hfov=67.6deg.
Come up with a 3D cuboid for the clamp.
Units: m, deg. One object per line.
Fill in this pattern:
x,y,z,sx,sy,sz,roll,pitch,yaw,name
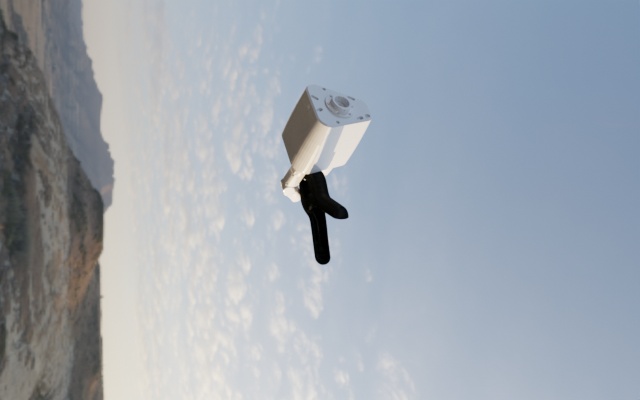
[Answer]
0.001,0.002,0.761,0.039,0.171,0.120,0,-36,-29,clamp
